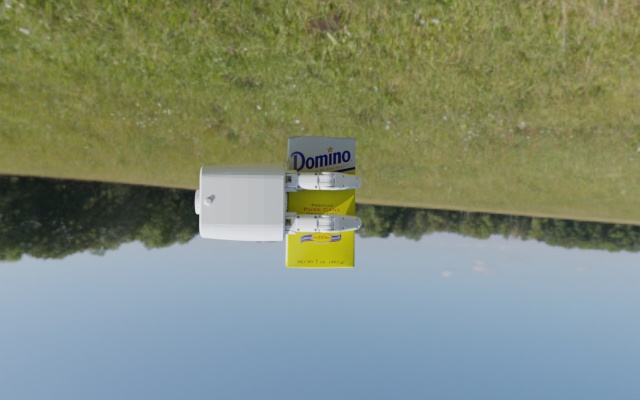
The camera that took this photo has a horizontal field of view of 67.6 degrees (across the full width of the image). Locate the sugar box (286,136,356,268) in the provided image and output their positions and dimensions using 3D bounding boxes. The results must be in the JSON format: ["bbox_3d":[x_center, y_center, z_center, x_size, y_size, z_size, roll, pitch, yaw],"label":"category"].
[{"bbox_3d":[0.000,0.002,0.651,0.093,0.176,0.048,0,-1,-7],"label":"sugar box"}]
